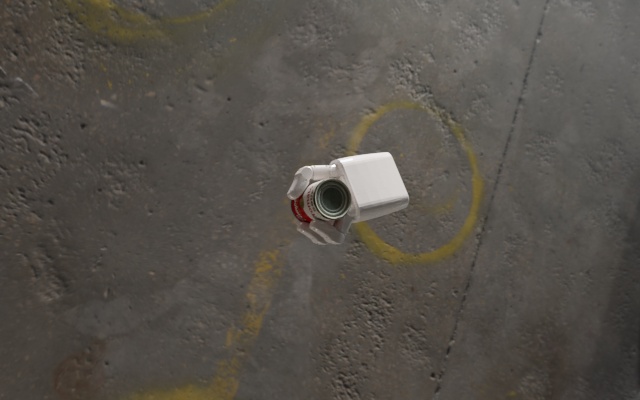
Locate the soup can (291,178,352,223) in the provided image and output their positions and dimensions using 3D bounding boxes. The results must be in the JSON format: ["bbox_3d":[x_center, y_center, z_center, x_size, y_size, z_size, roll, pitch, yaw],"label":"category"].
[{"bbox_3d":[0.000,0.003,0.787,0.068,0.068,0.102,0,-6,-24],"label":"soup can"}]
